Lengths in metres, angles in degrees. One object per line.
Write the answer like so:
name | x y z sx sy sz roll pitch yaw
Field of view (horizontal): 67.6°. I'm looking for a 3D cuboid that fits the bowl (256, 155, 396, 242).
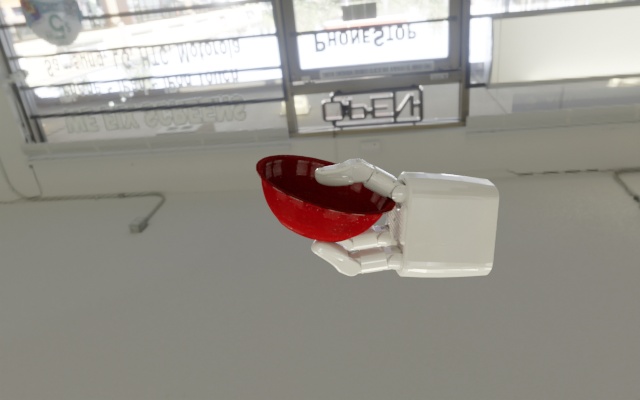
bowl | -0.001 0.002 0.545 0.162 0.055 0.162 15 21 -6
